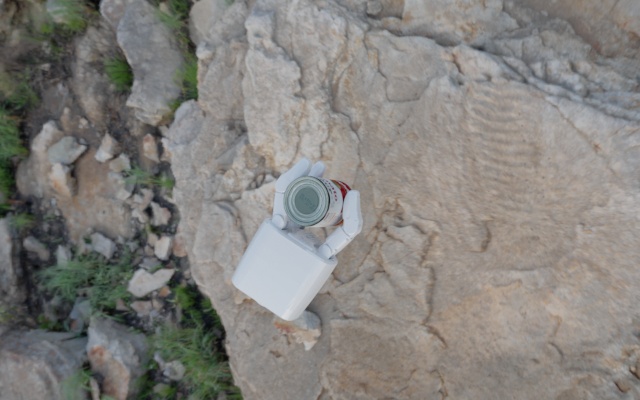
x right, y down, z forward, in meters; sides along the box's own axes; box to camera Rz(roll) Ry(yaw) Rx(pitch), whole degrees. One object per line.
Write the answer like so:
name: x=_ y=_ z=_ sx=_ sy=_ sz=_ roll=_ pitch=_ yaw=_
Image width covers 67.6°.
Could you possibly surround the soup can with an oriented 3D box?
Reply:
soup can: x=0.000 y=0.002 z=0.658 sx=0.068 sy=0.068 sz=0.102 roll=0 pitch=-2 yaw=23
